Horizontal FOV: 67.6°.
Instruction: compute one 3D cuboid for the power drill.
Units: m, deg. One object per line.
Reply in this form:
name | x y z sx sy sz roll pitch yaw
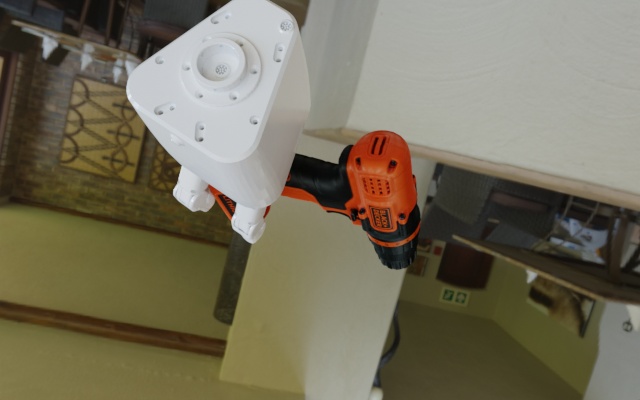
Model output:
power drill | 0.000 0.001 0.451 0.187 0.057 0.185 6 -35 18
